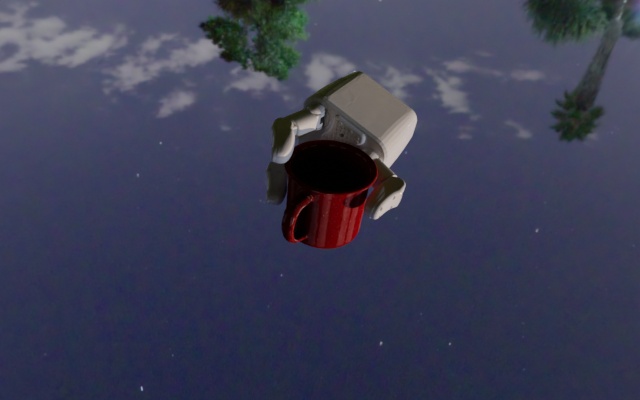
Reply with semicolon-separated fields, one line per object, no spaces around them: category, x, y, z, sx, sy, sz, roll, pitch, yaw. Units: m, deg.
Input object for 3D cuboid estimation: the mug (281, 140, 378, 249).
mug;-0.001;0.003;0.488;0.093;0.082;0.117;25;42;20
